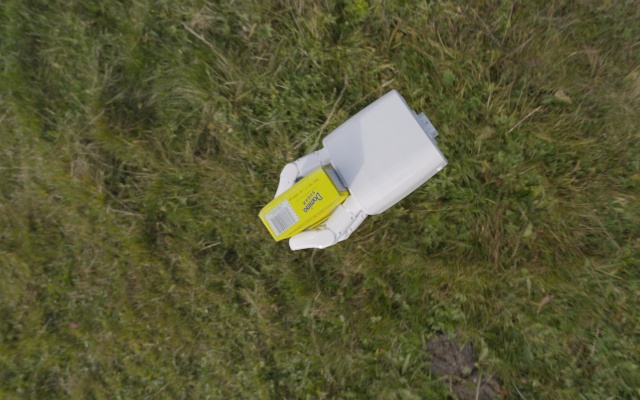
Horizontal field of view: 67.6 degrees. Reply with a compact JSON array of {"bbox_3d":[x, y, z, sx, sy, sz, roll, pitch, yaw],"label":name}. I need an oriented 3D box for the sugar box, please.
[{"bbox_3d":[0.000,0.002,0.602,0.093,0.048,0.176,-35,-10,15],"label":"sugar box"}]
